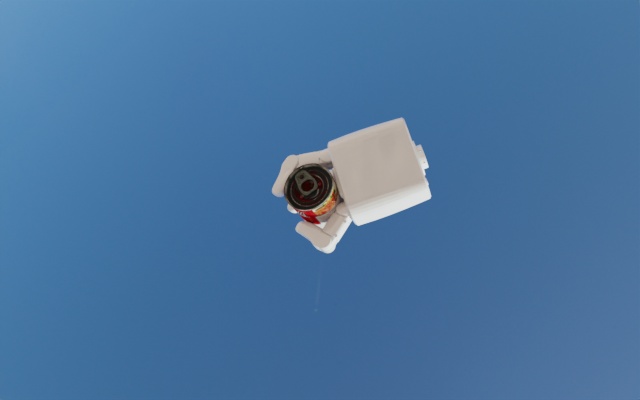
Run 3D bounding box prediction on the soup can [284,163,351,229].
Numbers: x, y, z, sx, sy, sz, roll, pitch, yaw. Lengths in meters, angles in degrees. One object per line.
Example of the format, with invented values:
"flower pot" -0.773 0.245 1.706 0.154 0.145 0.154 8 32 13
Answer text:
"soup can" 0.000 0.003 0.656 0.068 0.068 0.102 0 -24 21
